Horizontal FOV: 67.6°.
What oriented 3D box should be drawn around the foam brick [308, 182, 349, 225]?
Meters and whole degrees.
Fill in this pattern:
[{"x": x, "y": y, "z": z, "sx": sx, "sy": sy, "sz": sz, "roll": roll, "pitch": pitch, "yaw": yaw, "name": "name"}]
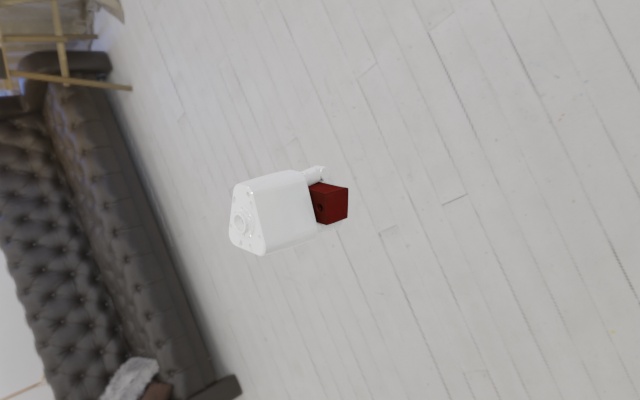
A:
[{"x": 0.000, "y": 0.002, "z": 0.774, "sx": 0.078, "sy": 0.053, "sz": 0.051, "roll": 14, "pitch": 22, "yaw": 43, "name": "foam brick"}]
